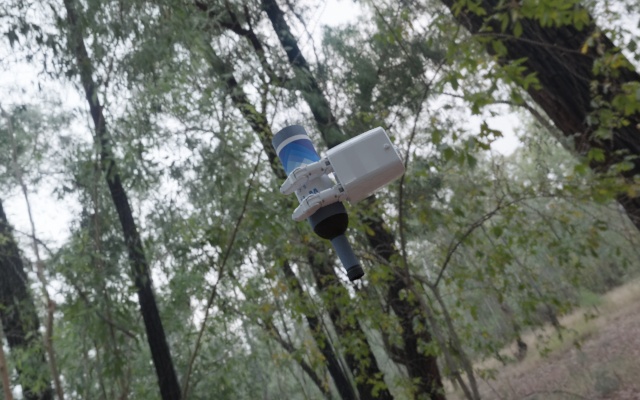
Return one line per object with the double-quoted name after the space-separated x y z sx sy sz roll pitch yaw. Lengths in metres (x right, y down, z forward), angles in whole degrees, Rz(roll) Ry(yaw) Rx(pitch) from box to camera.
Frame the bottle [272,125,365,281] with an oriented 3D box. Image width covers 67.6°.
0.000 0.003 0.827 0.069 0.295 0.069 -22 -23 -10 "bottle"
